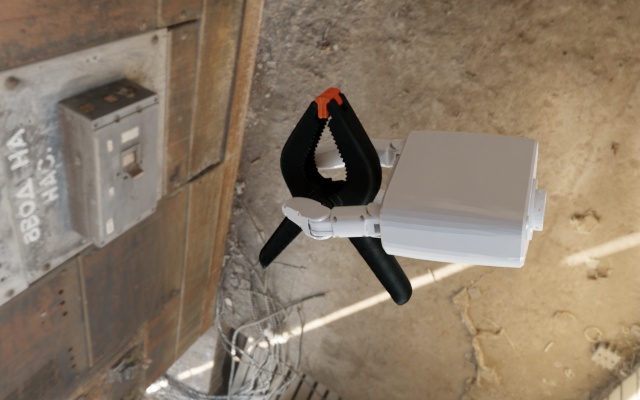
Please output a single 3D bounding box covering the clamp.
[{"bbox_3d":[0.000,0.001,0.445,0.164,0.210,0.036,4,31,24],"label":"clamp"}]
